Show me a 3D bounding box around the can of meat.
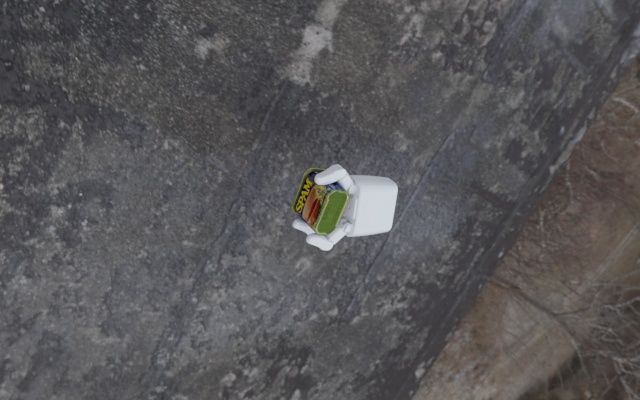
[{"bbox_3d":[0.000,0.003,0.898,0.057,0.102,0.084,3,29,-39],"label":"can of meat"}]
